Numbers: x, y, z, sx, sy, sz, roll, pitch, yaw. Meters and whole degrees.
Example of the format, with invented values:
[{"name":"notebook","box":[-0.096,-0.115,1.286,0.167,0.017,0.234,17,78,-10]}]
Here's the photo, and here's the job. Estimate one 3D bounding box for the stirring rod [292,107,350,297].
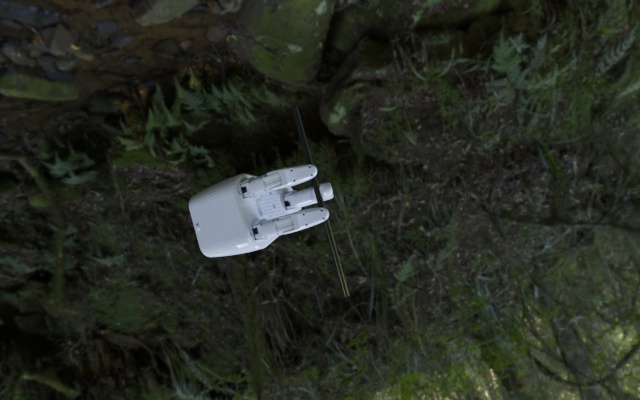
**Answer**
[{"name":"stirring rod","box":[0.000,0.002,0.589,0.011,0.239,0.011,-15,-1,0]}]
